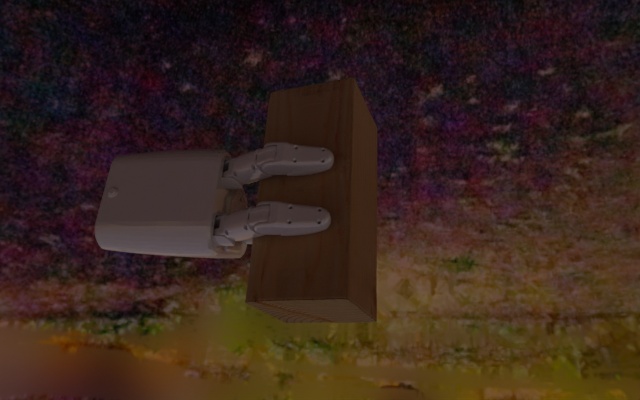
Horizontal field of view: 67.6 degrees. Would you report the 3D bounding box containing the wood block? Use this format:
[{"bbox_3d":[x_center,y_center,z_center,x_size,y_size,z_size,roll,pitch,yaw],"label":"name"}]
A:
[{"bbox_3d":[0.000,0.002,0.445,0.090,0.206,0.091,-6,-26,19],"label":"wood block"}]
